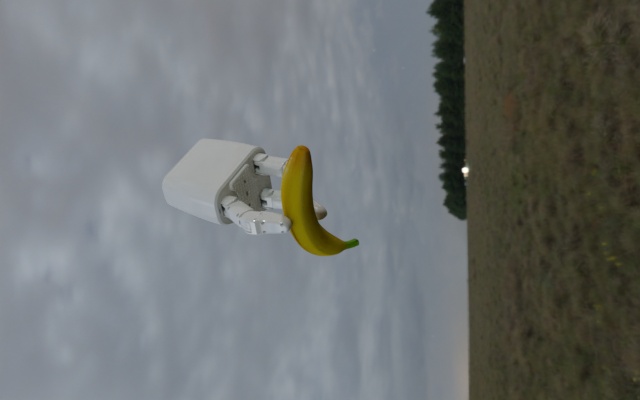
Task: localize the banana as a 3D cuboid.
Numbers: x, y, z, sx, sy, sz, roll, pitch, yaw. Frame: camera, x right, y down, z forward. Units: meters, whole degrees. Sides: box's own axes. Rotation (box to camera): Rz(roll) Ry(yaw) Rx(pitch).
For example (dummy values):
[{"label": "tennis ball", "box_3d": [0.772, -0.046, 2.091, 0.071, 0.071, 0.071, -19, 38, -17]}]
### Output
[{"label": "banana", "box_3d": [-0.012, 0.017, 0.587, 0.037, 0.069, 0.198, 34, -17, 40]}]
